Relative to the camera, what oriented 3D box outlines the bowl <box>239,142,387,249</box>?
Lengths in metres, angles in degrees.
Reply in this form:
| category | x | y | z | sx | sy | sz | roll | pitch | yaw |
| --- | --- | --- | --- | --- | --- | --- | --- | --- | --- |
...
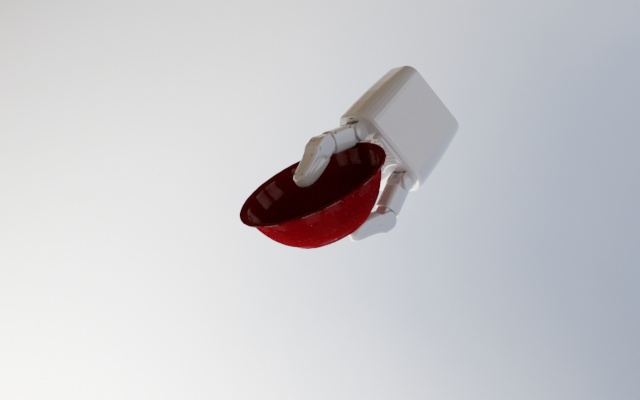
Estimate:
| category | x | y | z | sx | sy | sz | roll | pitch | yaw |
| --- | --- | --- | --- | --- | --- | --- | --- | --- | --- |
| bowl | -0.001 | 0.003 | 0.495 | 0.162 | 0.055 | 0.162 | -21 | 22 | 9 |
